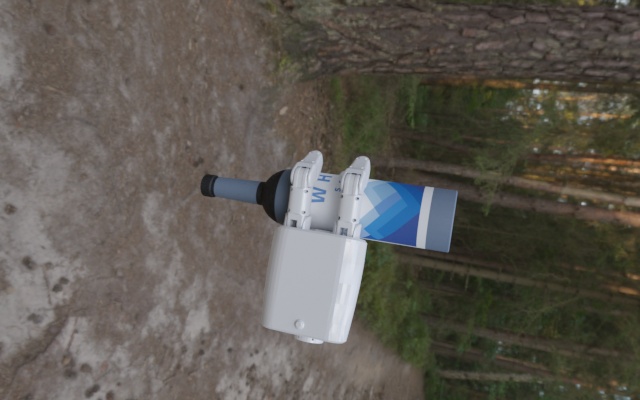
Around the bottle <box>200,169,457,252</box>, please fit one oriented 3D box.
[{"bbox_3d":[0.000,0.002,0.545,0.295,0.069,0.069,8,2,15],"label":"bottle"}]
